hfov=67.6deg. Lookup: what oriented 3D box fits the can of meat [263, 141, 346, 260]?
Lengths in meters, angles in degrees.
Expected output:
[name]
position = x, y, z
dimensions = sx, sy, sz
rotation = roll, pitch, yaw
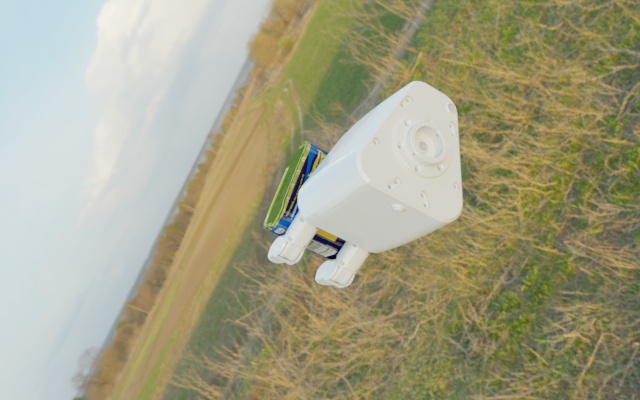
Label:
[can of meat]
position = 0.000, 0.001, 0.486
dimensions = 0.084, 0.102, 0.057
rotation = 26, -22, -15
